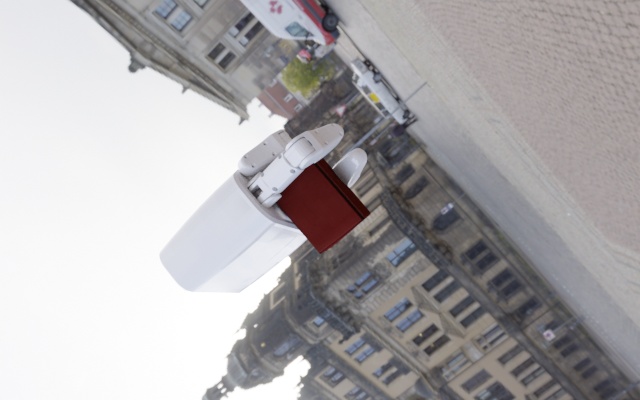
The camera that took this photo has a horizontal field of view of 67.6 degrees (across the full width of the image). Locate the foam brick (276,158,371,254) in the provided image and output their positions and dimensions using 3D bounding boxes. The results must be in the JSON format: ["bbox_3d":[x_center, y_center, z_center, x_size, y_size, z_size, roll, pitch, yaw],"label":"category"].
[{"bbox_3d":[0.000,0.002,0.434,0.051,0.078,0.053,-42,-8,11],"label":"foam brick"}]
